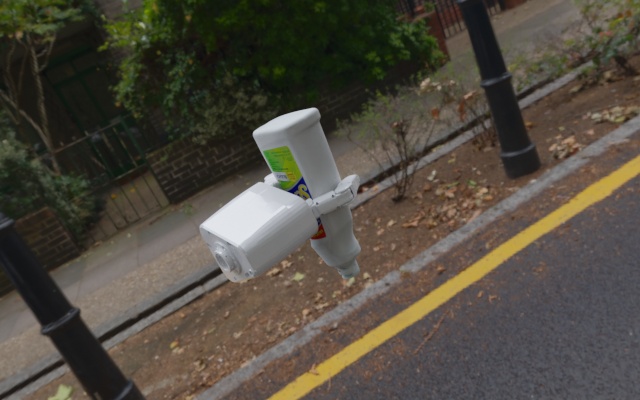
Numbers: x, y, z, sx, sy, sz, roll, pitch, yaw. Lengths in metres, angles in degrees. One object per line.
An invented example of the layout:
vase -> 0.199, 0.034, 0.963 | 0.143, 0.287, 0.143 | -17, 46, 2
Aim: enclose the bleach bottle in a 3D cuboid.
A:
bleach bottle -> 0.000, 0.002, 0.666 | 0.068, 0.251, 0.102 | -37, 22, -31
